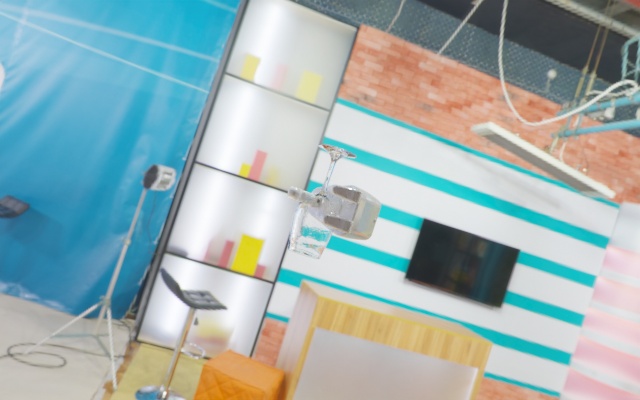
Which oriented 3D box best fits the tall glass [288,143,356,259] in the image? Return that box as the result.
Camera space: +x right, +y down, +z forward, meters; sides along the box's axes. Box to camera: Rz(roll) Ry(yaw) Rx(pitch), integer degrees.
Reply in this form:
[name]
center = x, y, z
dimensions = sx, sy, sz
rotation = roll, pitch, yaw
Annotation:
[tall glass]
center = 0.000, 0.002, 0.872
dimensions = 0.079, 0.201, 0.079
rotation = 18, -2, 1
